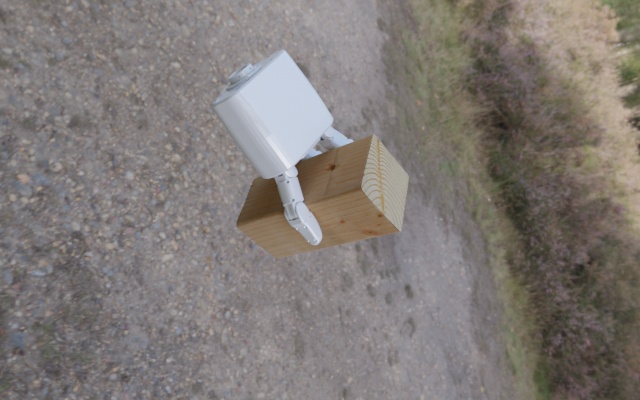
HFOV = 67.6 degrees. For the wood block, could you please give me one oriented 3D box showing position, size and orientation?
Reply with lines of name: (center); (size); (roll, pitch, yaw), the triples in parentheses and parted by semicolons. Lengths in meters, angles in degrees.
wood block: (0.000, 0.002, 0.629); (0.206, 0.090, 0.090); (-16, -47, 37)
